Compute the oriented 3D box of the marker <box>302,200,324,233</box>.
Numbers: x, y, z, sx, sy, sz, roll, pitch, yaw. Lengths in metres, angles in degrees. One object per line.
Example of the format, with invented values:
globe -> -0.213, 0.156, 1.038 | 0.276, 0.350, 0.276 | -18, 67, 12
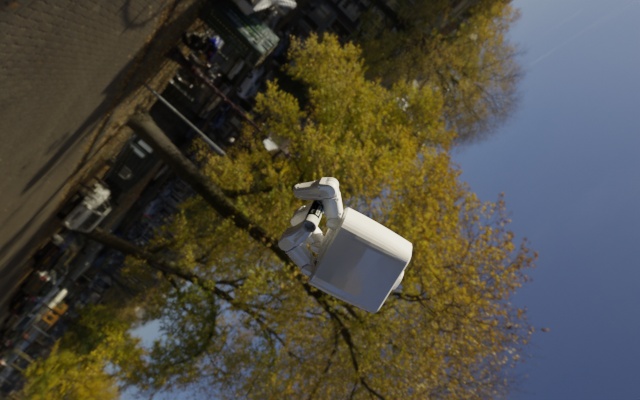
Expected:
marker -> 0.000, 0.002, 0.647 | 0.020, 0.020, 0.121 | 0, 31, 16
